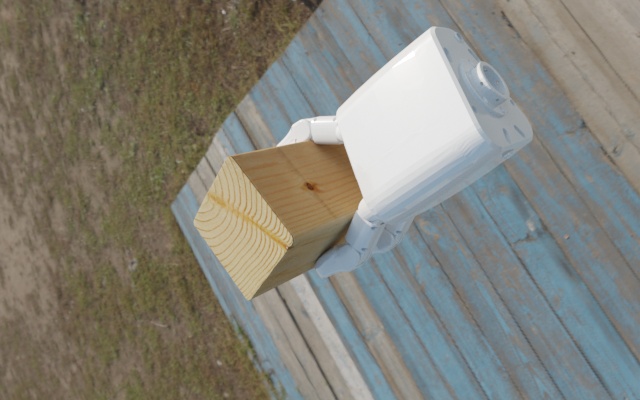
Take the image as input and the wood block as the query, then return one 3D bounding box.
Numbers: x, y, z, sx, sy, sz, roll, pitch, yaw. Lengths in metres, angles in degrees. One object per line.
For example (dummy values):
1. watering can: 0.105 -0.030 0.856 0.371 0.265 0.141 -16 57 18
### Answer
1. wood block: 0.000 0.001 0.456 0.206 0.090 0.090 -18 -27 -48
